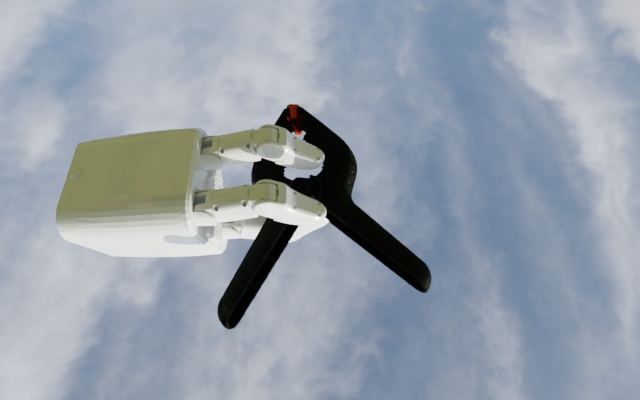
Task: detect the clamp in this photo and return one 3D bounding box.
[{"bbox_3d":[0.000,0.001,0.410,0.164,0.209,0.036,-4,-32,4],"label":"clamp"}]
